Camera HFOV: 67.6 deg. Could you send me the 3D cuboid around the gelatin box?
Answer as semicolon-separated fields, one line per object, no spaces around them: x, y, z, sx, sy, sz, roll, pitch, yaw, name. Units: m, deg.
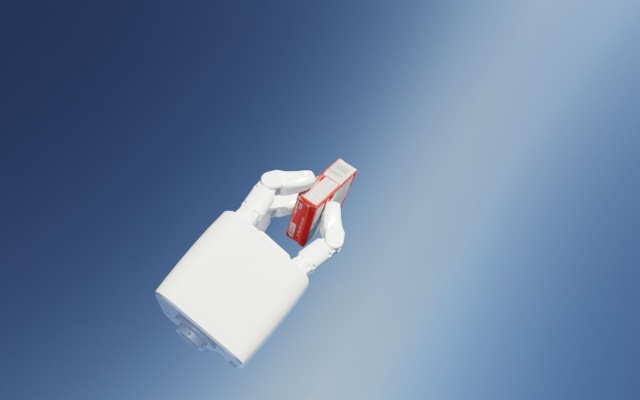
0.001;0.002;0.565;0.030;0.073;0.089;35;49;14;gelatin box
